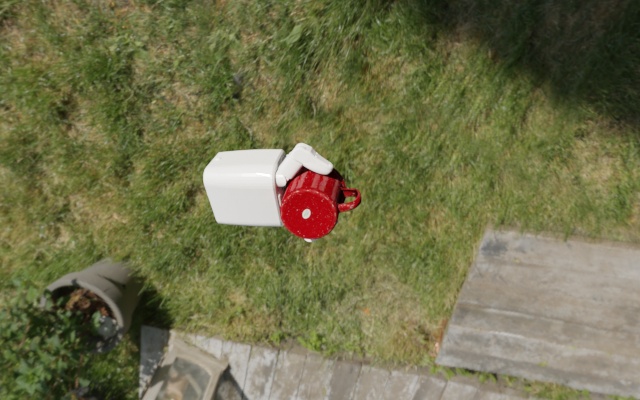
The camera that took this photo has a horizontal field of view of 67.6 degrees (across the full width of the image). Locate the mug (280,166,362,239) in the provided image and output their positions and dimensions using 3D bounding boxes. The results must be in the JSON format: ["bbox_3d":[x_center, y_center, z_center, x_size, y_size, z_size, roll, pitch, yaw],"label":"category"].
[{"bbox_3d":[0.002,0.002,0.682,0.117,0.093,0.081,-1,27,9],"label":"mug"}]
